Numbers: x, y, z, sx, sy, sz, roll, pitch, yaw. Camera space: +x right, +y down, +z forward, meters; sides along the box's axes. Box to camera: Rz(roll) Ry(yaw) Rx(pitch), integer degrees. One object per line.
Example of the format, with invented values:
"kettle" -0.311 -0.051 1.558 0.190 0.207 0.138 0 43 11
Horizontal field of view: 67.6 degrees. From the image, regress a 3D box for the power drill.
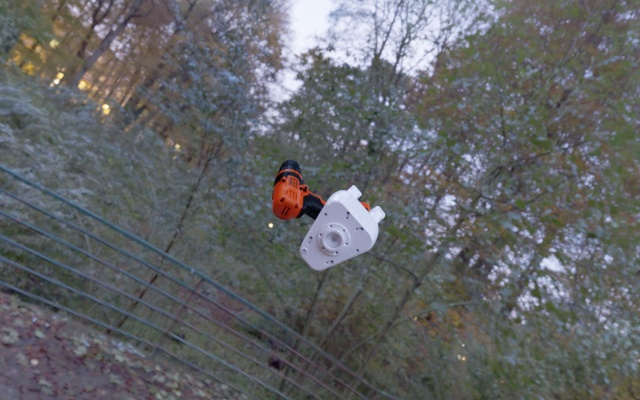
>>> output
"power drill" 0.001 0.003 0.883 0.188 0.057 0.184 24 28 -12
